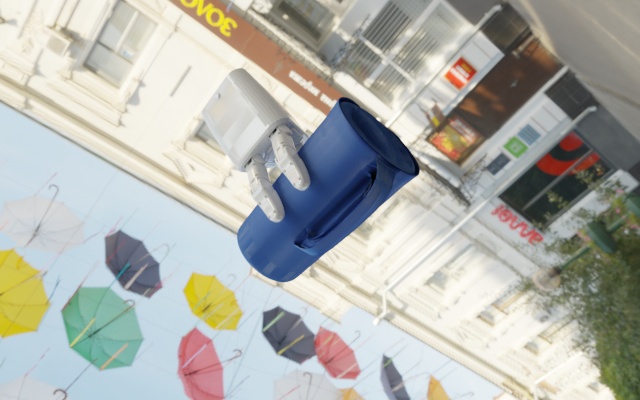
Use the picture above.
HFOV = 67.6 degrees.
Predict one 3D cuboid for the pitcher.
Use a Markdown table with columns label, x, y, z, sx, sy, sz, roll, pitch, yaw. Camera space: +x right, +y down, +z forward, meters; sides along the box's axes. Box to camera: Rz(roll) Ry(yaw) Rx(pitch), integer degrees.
| label | x | y | z | sx | sy | sz | roll | pitch | yaw |
| --- | --- | --- | --- | --- | --- | --- | --- | --- | --- |
| pitcher | 0.000 | 0.002 | 0.613 | 0.243 | 0.145 | 0.149 | -47 | -19 | 24 |
